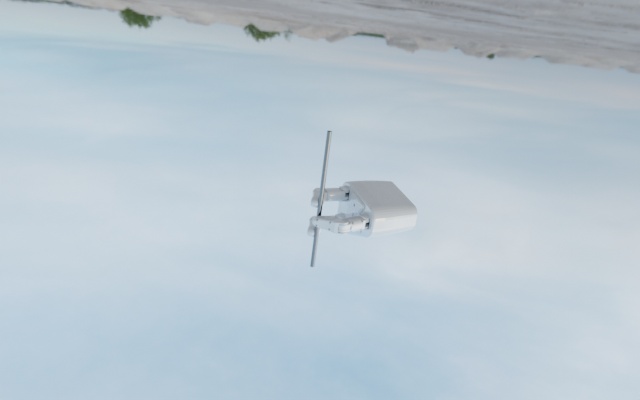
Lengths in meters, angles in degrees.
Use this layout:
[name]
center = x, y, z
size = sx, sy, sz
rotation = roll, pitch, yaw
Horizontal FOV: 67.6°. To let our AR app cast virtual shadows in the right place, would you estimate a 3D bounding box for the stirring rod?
[stirring rod]
center = 0.000, 0.003, 0.798
size = 0.011, 0.240, 0.011
rotation = 6, 19, -2
